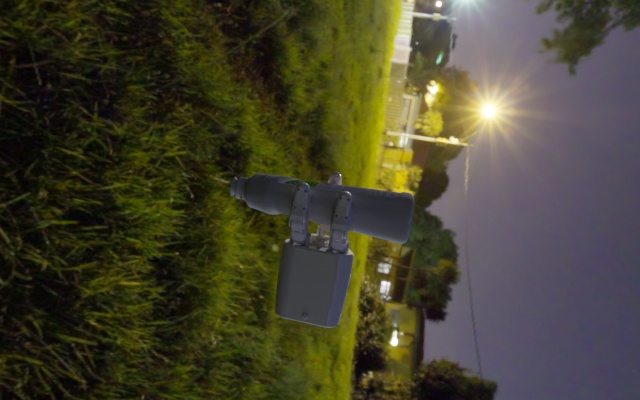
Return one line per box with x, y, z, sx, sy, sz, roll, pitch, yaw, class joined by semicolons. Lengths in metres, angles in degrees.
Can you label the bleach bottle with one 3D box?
0.000;0.002;0.669;0.251;0.068;0.102;11;7;7;bleach bottle
